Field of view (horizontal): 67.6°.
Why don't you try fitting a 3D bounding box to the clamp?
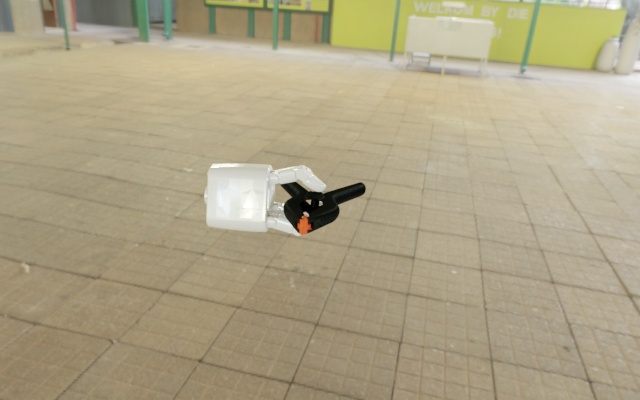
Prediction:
[{"bbox_3d":[0.000,0.002,0.834,0.164,0.036,0.210,2,22,2],"label":"clamp"}]
